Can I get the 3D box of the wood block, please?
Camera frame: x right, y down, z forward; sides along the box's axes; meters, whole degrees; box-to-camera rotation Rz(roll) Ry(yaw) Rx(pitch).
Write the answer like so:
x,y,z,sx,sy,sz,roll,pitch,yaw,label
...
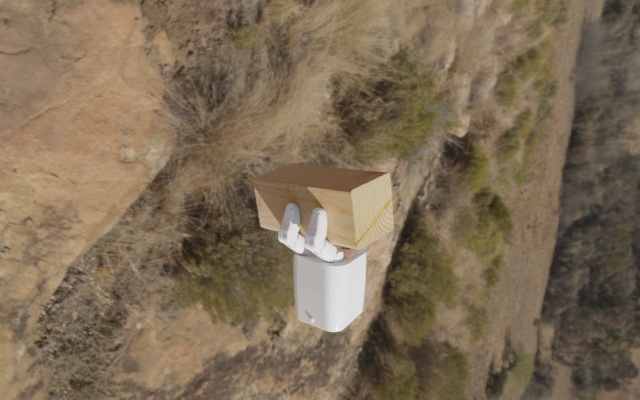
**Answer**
x,y,z,sx,sy,sz,roll,pitch,yaw,label
0.000,0.003,0.735,0.206,0.090,0.091,9,23,42,wood block
